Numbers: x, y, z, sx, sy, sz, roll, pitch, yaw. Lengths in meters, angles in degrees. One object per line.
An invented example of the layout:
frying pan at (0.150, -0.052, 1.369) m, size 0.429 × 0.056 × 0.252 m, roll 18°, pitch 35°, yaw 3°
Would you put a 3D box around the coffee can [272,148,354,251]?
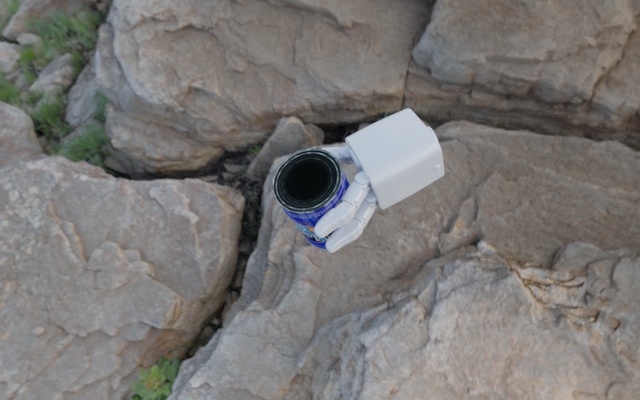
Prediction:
coffee can at (0.000, 0.002, 0.710) m, size 0.103 × 0.102 × 0.140 m, roll 0°, pitch -26°, yaw 18°
